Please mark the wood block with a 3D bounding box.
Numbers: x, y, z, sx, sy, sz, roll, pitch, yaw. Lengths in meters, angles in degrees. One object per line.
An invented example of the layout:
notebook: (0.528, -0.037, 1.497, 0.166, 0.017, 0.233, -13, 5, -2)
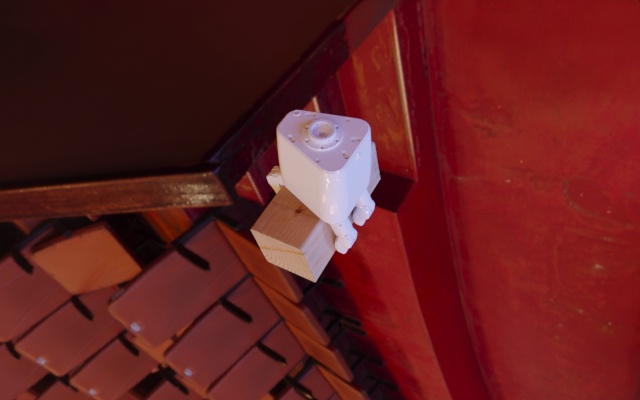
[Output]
wood block: (0.000, 0.002, 0.711, 0.091, 0.206, 0.090, 19, -31, 27)
